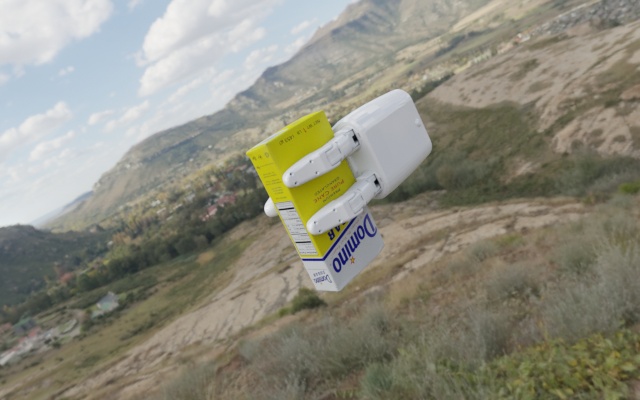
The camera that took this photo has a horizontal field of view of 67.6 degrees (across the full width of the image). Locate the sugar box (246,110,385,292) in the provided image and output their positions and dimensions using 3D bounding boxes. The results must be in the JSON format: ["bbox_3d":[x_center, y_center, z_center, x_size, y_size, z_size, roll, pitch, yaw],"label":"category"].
[{"bbox_3d":[0.000,0.001,0.522,0.093,0.176,0.048,-38,16,-36],"label":"sugar box"}]
